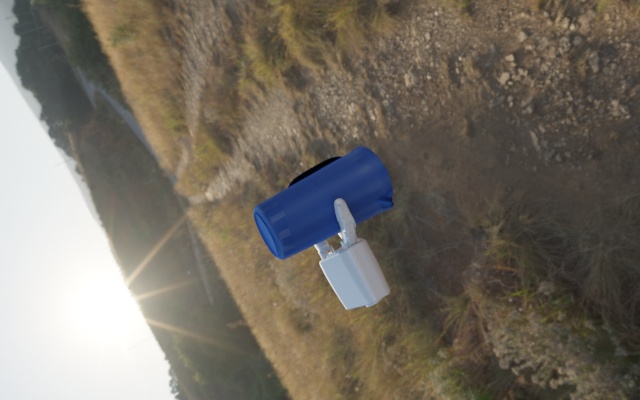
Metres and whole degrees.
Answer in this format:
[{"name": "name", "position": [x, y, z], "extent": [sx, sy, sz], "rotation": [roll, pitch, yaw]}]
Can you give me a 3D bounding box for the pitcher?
[{"name": "pitcher", "position": [0.000, 0.003, 0.884], "extent": [0.243, 0.145, 0.149], "rotation": [-27, -2, -18]}]
